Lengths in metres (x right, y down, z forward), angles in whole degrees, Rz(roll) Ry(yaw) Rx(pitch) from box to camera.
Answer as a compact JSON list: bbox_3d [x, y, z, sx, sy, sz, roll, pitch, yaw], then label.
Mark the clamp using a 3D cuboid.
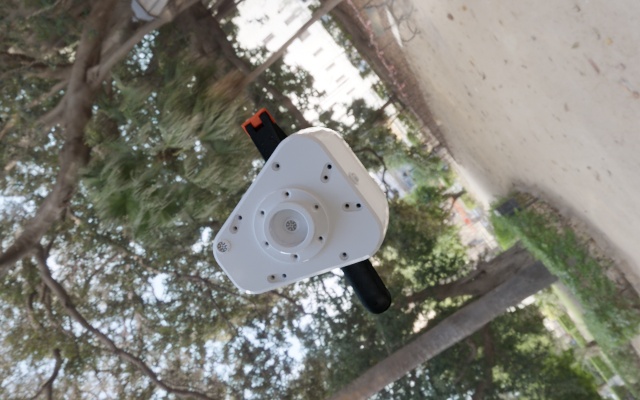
[{"bbox_3d":[-0.001,0.002,0.478,0.036,0.210,0.164,-36,2,8],"label":"clamp"}]
